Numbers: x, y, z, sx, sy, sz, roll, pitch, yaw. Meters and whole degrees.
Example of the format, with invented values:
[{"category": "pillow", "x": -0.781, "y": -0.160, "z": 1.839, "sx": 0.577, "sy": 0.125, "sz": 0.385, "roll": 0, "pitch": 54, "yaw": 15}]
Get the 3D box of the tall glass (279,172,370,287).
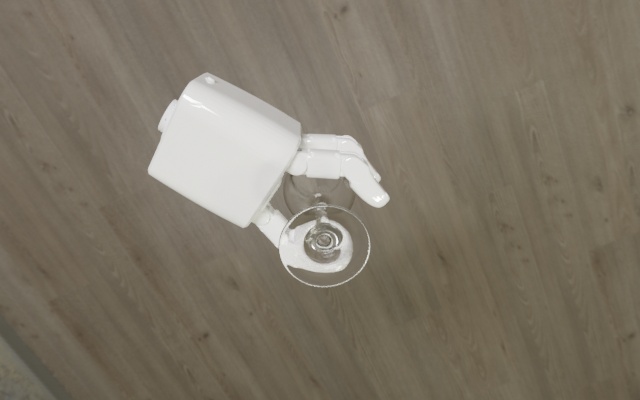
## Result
[{"category": "tall glass", "x": 0.000, "y": 0.002, "z": 0.475, "sx": 0.079, "sy": 0.079, "sz": 0.201, "roll": 0, "pitch": 21, "yaw": -2}]
